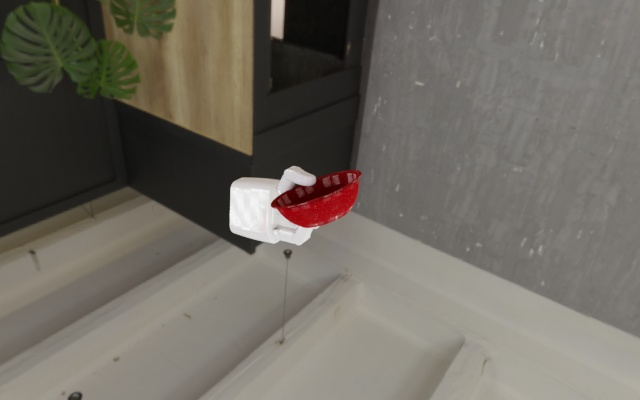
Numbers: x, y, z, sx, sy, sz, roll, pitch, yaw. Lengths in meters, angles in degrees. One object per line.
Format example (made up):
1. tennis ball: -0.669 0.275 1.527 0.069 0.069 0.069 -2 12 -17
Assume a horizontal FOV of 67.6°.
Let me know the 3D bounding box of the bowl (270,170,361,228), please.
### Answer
1. bowl: 0.001 0.003 0.804 0.162 0.055 0.162 -19 13 5
